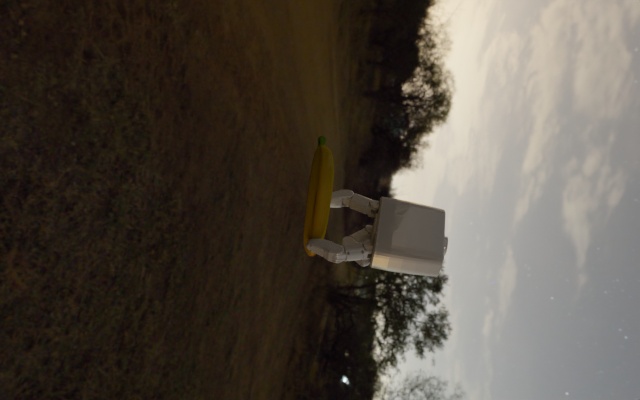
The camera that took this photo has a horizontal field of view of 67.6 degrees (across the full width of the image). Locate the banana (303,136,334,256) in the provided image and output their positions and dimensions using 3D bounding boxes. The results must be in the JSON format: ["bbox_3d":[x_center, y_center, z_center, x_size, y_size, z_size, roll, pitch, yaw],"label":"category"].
[{"bbox_3d":[-0.002,0.003,0.741,0.037,0.198,0.069,9,14,5],"label":"banana"}]
